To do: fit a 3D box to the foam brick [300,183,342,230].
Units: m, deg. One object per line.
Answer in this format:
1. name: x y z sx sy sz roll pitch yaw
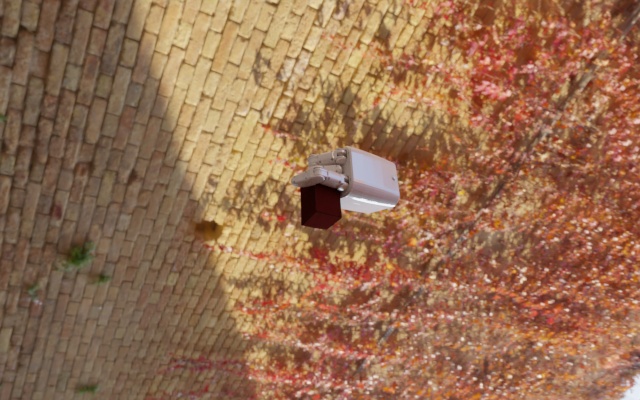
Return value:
1. foam brick: 0.000 0.003 0.812 0.051 0.078 0.053 15 -34 -27
